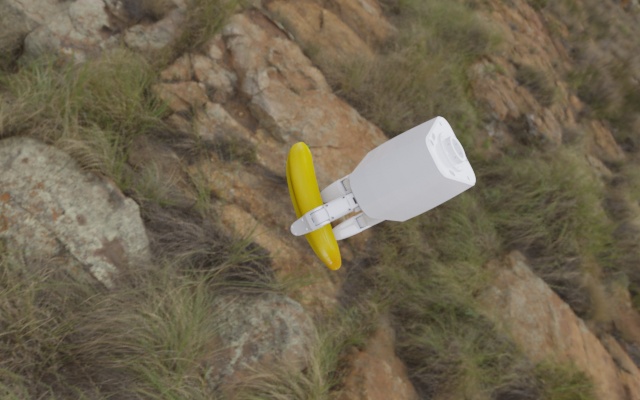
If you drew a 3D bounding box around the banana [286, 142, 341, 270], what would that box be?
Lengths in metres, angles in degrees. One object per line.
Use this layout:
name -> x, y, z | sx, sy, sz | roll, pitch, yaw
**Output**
banana -> -0.012, -0.005, 0.634 | 0.037, 0.197, 0.070 | -28, -30, 29
